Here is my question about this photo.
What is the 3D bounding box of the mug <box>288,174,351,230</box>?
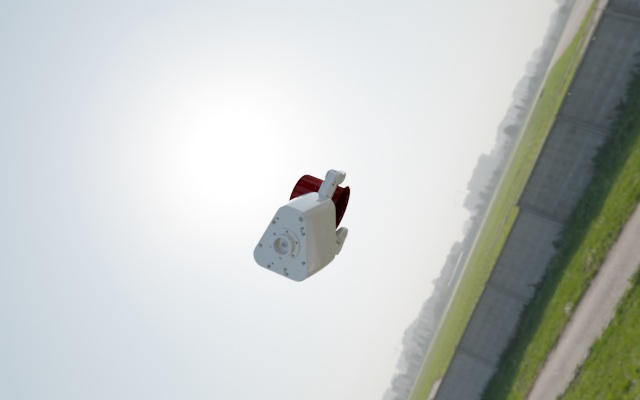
[{"bbox_3d":[0.000,0.002,0.834,0.081,0.093,0.117,22,15,16],"label":"mug"}]
